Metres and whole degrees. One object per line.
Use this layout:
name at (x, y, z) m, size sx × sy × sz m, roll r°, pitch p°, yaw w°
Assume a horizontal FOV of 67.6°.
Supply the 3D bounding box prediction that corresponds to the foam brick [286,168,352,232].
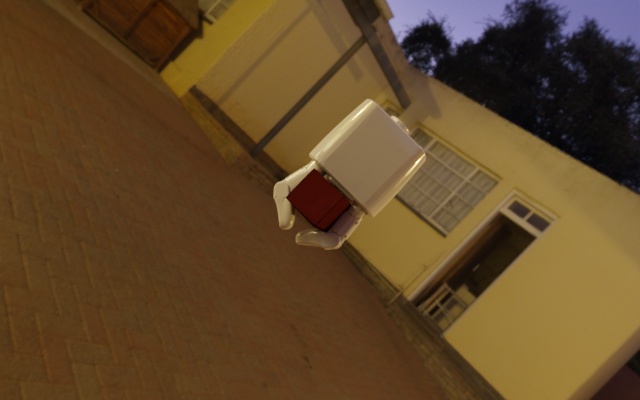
foam brick at (0.000, 0.002, 0.595) m, size 0.053 × 0.051 × 0.078 m, roll 45°, pitch 1°, yaw 14°
